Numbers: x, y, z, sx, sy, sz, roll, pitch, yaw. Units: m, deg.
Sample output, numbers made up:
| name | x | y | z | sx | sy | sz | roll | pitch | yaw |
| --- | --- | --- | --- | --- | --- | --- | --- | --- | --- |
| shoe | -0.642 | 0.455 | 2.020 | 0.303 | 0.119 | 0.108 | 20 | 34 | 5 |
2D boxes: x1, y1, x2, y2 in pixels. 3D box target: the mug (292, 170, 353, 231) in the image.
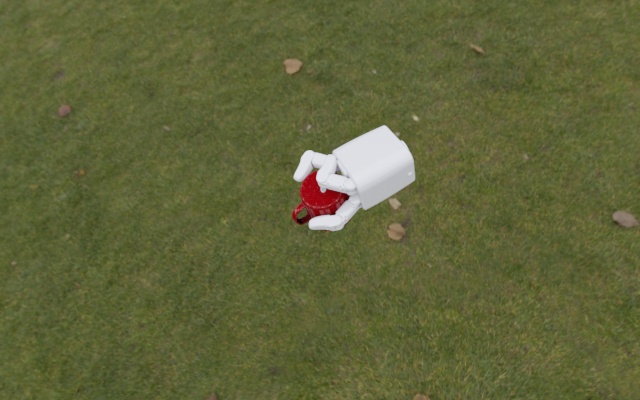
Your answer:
| name | x | y | z | sx | sy | sz | roll | pitch | yaw |
| --- | --- | --- | --- | --- | --- | --- | --- | --- | --- |
| mug | -0.001 | 0.003 | 0.863 | 0.117 | 0.093 | 0.081 | -30 | -31 | -3 |
